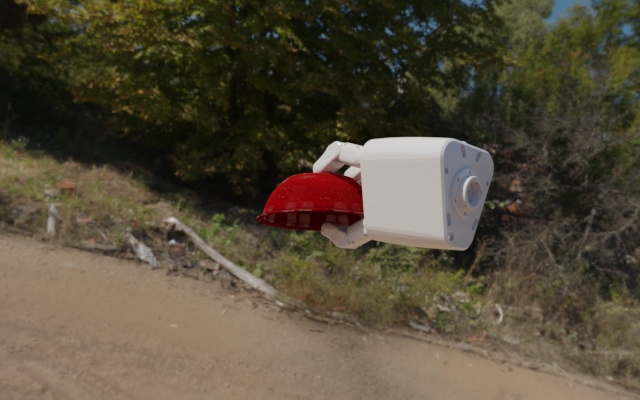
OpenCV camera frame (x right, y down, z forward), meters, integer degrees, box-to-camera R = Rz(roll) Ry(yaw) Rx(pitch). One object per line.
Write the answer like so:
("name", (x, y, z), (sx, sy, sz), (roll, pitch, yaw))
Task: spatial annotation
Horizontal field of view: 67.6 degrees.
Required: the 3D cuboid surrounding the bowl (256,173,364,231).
("bowl", (-0.001, 0.002, 0.613), (0.162, 0.055, 0.162), (1, -12, 0))
